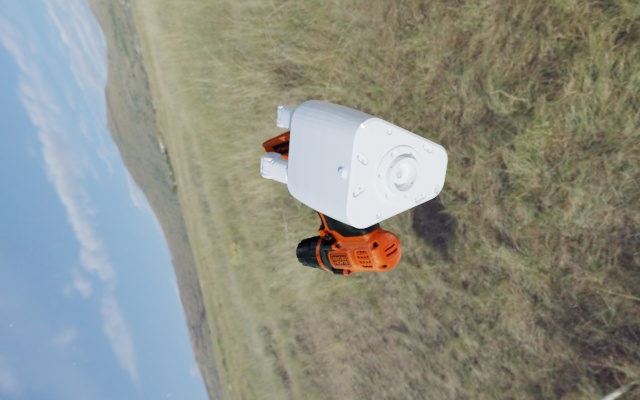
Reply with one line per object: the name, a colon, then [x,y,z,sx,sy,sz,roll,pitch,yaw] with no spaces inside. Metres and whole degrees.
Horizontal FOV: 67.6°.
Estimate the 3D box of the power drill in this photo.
power drill: [0.000,0.001,0.580,0.057,0.188,0.184,-32,12,-34]
